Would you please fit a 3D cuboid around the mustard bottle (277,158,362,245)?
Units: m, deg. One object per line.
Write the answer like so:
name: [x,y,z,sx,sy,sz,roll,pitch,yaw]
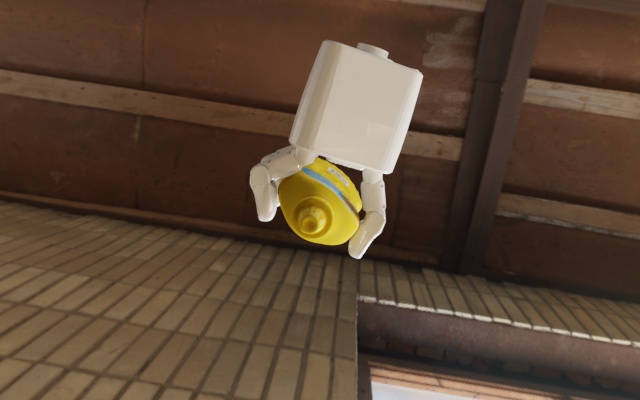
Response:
mustard bottle: [0.000,0.002,0.526,0.096,0.058,0.191,42,12,-4]
